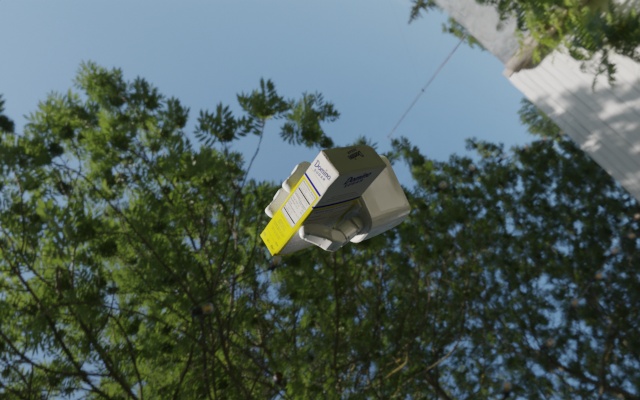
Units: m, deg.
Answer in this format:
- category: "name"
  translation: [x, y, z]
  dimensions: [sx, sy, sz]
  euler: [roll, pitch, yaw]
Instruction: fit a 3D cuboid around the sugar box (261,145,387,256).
- category: "sugar box"
  translation: [0.000, 0.002, 0.625]
  dimensions: [0.093, 0.048, 0.176]
  euler: [-12, -32, -45]
